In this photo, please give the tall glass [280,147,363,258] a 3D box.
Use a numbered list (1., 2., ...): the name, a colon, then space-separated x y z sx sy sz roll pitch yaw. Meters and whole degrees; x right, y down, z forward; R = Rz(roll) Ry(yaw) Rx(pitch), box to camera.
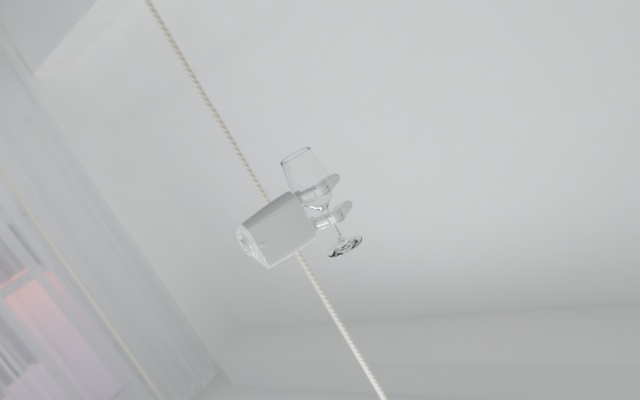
1. tall glass: 0.001 0.003 0.882 0.079 0.201 0.079 -27 14 7
